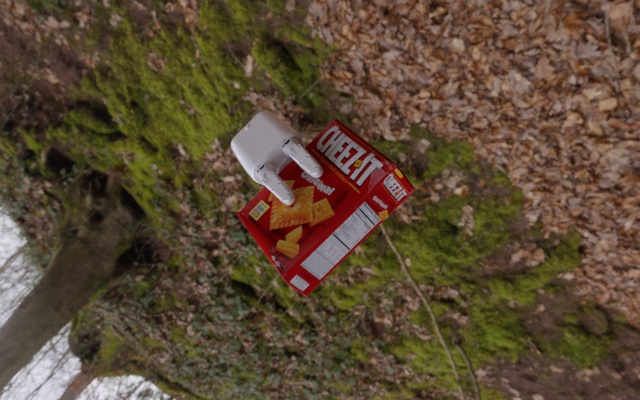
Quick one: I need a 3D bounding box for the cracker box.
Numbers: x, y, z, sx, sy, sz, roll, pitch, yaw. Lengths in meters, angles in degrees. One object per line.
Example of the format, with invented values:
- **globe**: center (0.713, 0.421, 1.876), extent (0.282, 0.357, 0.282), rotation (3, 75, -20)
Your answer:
- **cracker box**: center (0.000, 0.002, 0.688), extent (0.072, 0.213, 0.164), rotation (44, 2, -44)
